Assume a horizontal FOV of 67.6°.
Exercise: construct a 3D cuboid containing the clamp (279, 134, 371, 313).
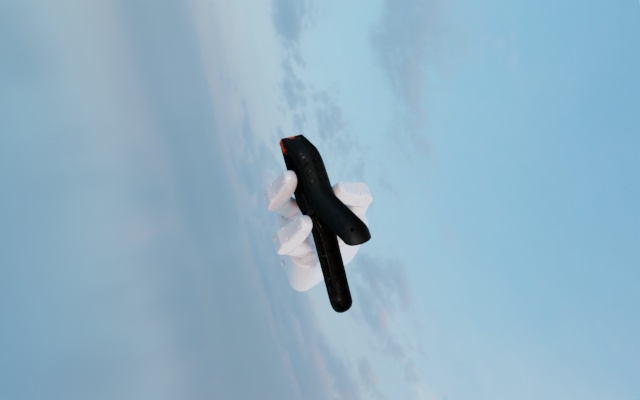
[{"bbox_3d":[0.001,0.001,0.519,0.036,0.210,0.165,-14,-26,-15],"label":"clamp"}]
